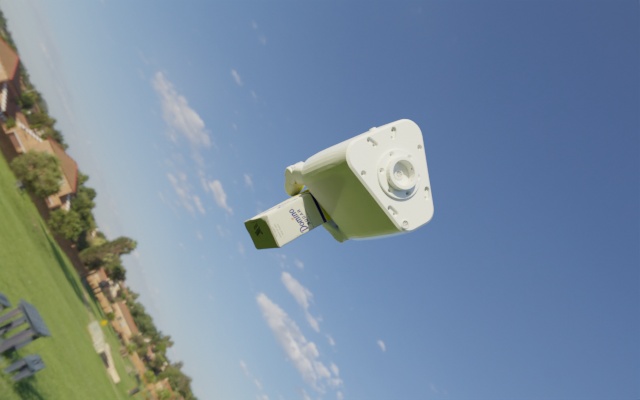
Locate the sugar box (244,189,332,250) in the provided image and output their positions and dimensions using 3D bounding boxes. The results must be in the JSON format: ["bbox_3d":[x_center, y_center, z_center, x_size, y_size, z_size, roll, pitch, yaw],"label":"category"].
[{"bbox_3d":[0.000,0.001,0.588,0.176,0.048,0.093,-25,4,-25],"label":"sugar box"}]
